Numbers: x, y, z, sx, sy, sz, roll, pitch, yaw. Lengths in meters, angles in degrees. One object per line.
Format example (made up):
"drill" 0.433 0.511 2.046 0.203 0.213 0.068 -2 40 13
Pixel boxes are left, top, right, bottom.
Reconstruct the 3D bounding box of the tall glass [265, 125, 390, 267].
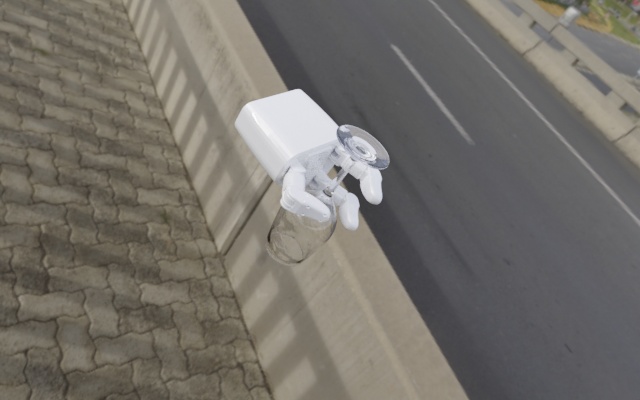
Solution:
"tall glass" 0.000 0.002 0.613 0.079 0.079 0.201 0 -42 -42
